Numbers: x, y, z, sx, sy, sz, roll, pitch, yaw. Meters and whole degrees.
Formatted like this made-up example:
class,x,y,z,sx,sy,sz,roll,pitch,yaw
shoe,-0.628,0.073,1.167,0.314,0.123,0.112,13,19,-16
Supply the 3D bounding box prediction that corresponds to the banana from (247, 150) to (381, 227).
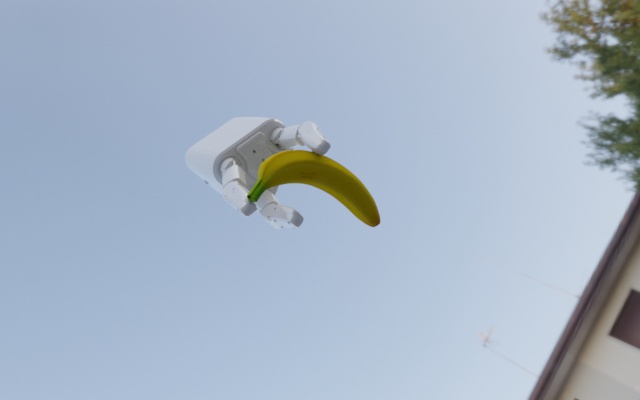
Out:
class,x,y,z,sx,sy,sz,roll,pitch,yaw
banana,0.002,-0.017,0.552,0.198,0.069,0.037,13,0,-38
